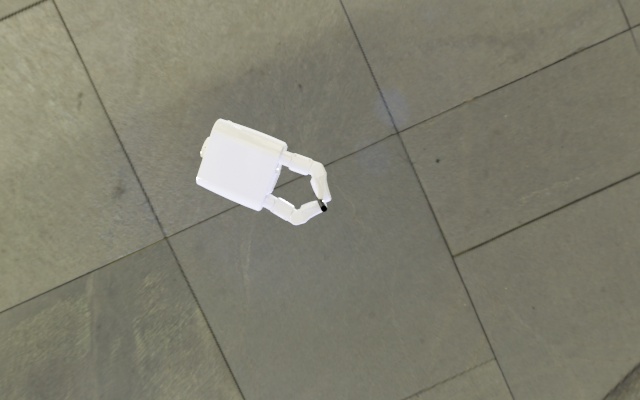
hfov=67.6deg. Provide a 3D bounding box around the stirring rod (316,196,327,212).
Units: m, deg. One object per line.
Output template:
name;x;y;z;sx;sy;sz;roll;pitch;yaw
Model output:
stirring rod;0.000;0.002;0.692;0.011;0.011;0.239;0;4;-2
